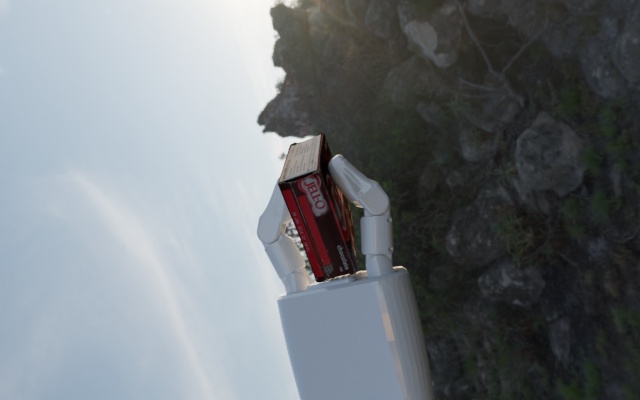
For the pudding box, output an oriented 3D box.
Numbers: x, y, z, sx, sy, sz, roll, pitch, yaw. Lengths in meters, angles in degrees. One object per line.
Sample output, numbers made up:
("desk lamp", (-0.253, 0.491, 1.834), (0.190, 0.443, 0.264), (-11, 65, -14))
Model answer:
("pudding box", (0.000, 0.001, 0.404), (0.039, 0.090, 0.113), (-17, 21, 6))
